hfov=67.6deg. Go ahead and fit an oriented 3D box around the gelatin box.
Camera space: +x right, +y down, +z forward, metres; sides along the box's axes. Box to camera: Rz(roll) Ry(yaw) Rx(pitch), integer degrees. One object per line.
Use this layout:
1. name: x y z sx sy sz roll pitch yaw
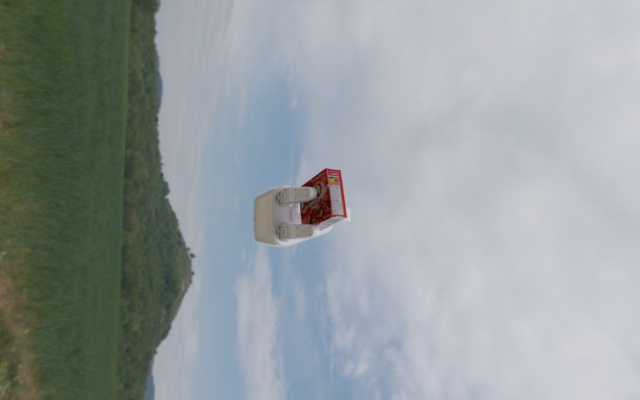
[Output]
1. gelatin box: 0.001 0.002 0.702 0.030 0.073 0.089 4 -20 -31
